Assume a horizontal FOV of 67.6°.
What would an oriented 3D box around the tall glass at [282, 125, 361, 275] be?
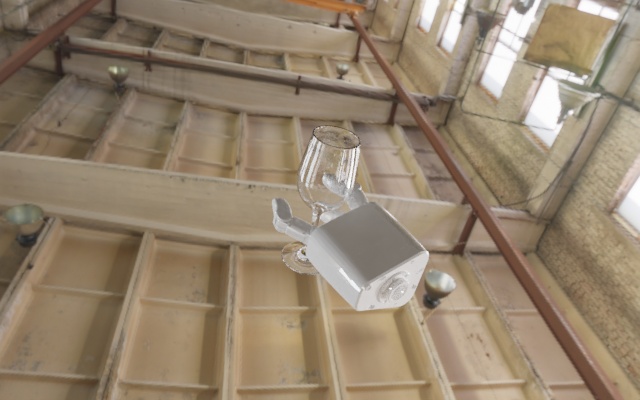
[{"bbox_3d":[0.000,0.003,0.647,0.079,0.201,0.079,10,32,-6],"label":"tall glass"}]
